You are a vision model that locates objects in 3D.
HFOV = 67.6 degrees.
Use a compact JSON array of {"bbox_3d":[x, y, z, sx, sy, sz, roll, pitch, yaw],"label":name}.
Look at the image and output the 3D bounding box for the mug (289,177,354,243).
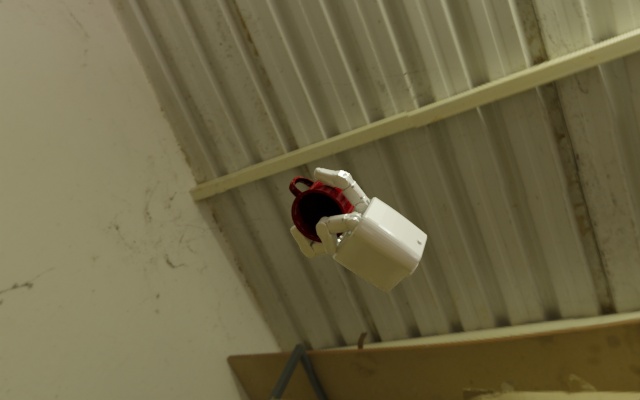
[{"bbox_3d":[-0.001,0.002,0.785,0.117,0.093,0.081,36,31,2],"label":"mug"}]
